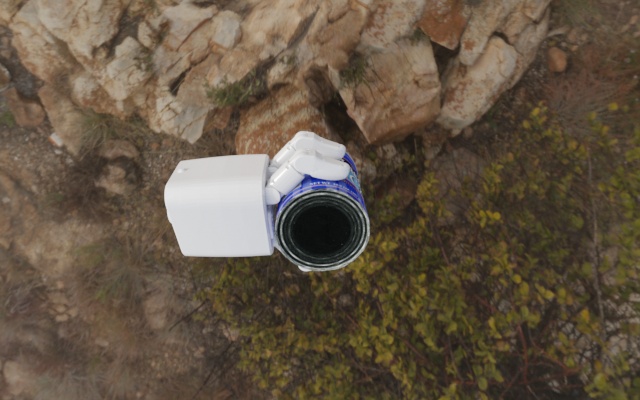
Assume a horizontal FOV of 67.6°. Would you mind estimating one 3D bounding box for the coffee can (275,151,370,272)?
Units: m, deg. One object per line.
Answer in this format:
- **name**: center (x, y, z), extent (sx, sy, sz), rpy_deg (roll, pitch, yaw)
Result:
- **coffee can**: center (0.000, 0.002, 0.569), extent (0.103, 0.103, 0.140), rpy_deg (0, 27, -2)
